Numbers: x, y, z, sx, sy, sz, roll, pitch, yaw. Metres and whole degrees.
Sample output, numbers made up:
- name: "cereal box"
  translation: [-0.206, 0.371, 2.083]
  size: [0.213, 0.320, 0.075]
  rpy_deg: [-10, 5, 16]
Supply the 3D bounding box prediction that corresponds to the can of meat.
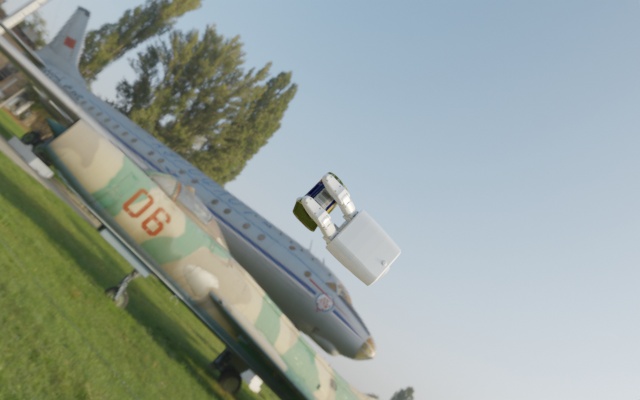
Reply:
- name: "can of meat"
  translation: [0.000, 0.003, 0.881]
  size: [0.084, 0.057, 0.102]
  rpy_deg: [-45, -5, -17]
